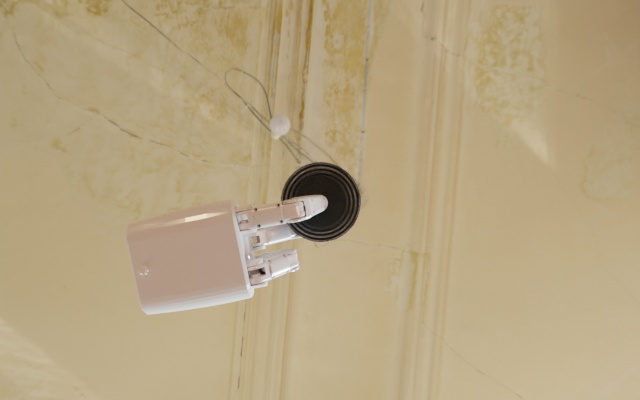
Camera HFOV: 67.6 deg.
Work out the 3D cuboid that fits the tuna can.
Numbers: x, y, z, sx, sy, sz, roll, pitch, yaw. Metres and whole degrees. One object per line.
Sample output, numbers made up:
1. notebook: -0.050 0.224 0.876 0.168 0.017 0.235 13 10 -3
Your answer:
1. tuna can: 0.000 0.002 0.525 0.086 0.086 0.034 0 0 -1
